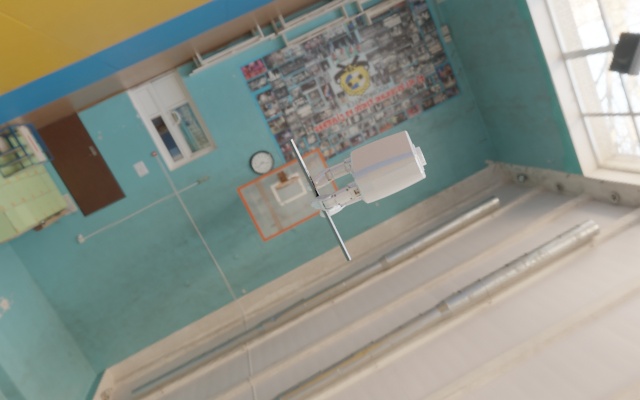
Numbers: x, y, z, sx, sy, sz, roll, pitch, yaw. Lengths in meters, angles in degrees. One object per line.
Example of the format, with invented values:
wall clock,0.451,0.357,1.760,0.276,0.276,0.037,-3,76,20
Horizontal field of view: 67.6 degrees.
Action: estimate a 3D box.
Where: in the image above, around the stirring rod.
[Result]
stirring rod,0.000,0.003,0.838,0.011,0.239,0.011,-25,14,6
